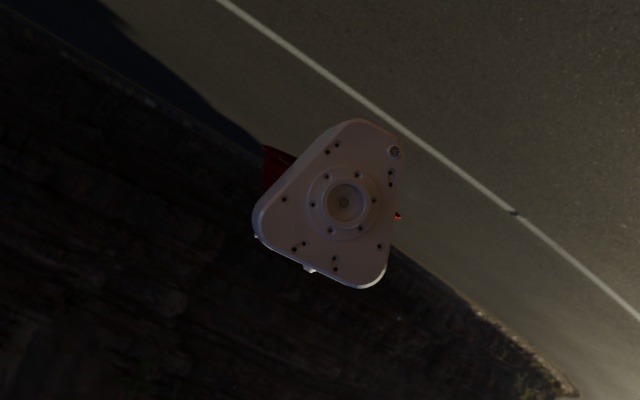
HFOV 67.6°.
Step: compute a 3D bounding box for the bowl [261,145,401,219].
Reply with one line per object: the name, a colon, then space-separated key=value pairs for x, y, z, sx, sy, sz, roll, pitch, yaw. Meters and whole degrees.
bowl: x=0.000 y=0.002 z=0.501 sx=0.162 sy=0.055 sz=0.162 roll=27 pitch=7 yaw=-3
